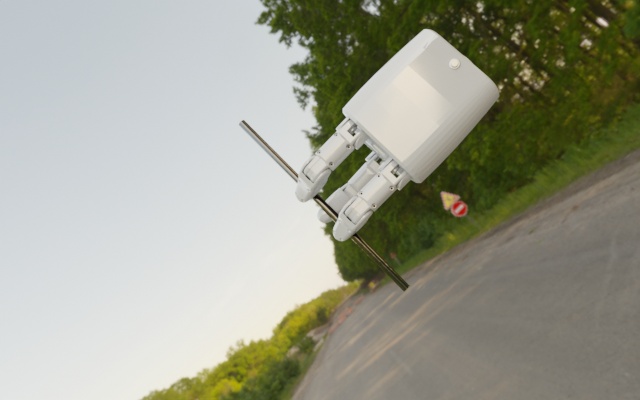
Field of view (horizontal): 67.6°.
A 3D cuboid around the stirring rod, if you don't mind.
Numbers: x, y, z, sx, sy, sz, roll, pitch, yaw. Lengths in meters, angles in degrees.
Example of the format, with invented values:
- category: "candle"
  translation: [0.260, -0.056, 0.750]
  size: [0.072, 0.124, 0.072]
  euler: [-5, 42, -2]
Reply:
- category: "stirring rod"
  translation: [0.000, 0.002, 0.483]
  size: [0.239, 0.011, 0.011]
  euler: [45, 10, 10]
